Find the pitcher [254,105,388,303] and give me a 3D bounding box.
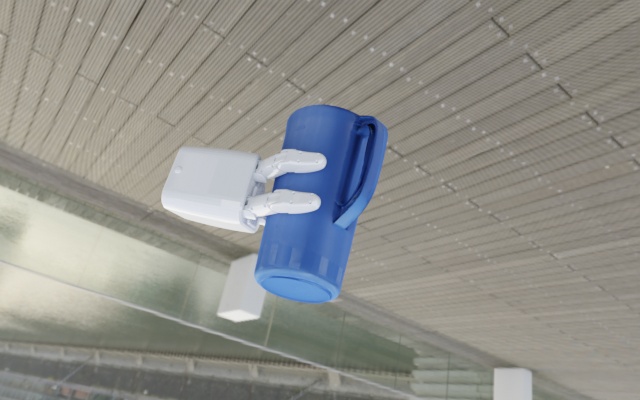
[{"bbox_3d":[0.000,0.002,0.625,0.145,0.242,0.149,9,-27,6],"label":"pitcher"}]
